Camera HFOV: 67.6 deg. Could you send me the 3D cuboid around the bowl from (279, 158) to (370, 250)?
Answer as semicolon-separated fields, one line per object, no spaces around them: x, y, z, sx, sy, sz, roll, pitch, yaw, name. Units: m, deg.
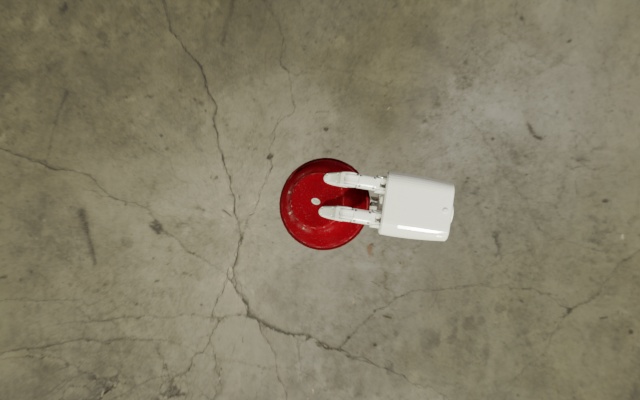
-0.001;0.003;0.803;0.162;0.162;0.055;0;-6;13;bowl
